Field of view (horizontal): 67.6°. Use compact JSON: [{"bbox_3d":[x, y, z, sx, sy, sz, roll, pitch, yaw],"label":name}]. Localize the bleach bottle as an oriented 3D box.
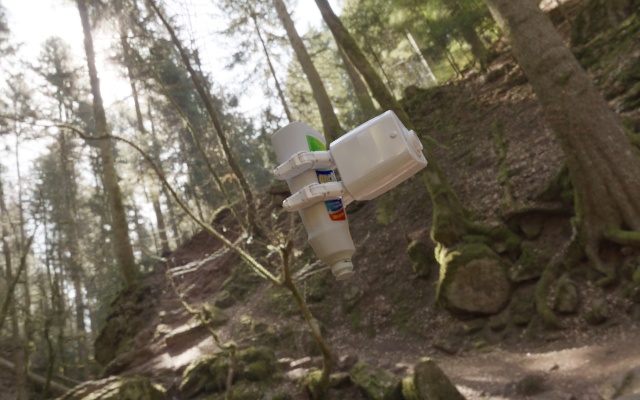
[{"bbox_3d":[0.000,0.002,0.734,0.068,0.250,0.102,-30,-27,21],"label":"bleach bottle"}]
